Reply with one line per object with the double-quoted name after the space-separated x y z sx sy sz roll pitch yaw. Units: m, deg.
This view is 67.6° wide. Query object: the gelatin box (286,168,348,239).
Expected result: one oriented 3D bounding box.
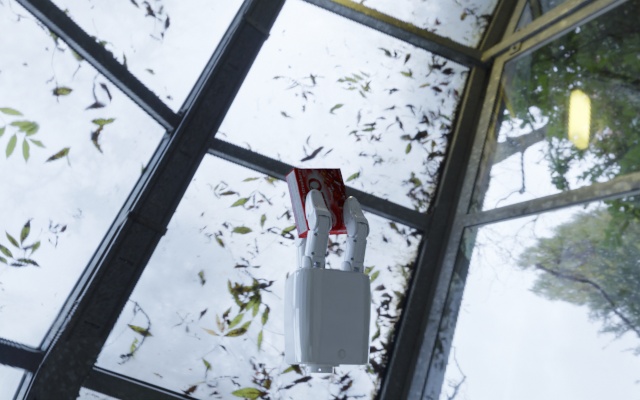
0.000 0.002 0.622 0.073 0.089 0.030 -3 -19 -32 "gelatin box"
